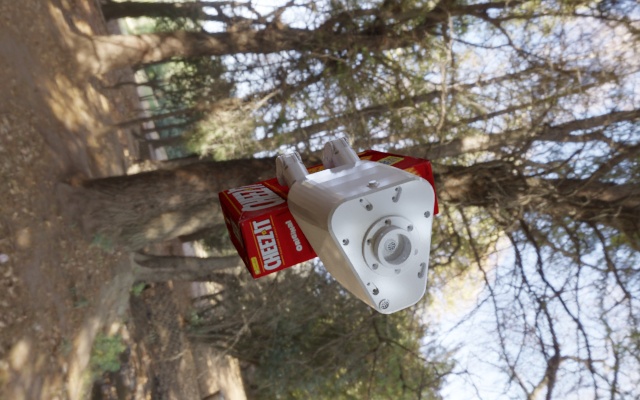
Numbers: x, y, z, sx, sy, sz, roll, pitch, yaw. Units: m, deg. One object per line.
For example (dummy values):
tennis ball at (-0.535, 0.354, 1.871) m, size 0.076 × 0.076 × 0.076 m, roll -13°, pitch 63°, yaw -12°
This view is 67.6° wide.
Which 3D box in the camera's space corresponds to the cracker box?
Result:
cracker box at (0.000, 0.002, 0.556) m, size 0.213 × 0.072 × 0.164 m, roll -17°, pitch 15°, yaw -15°
